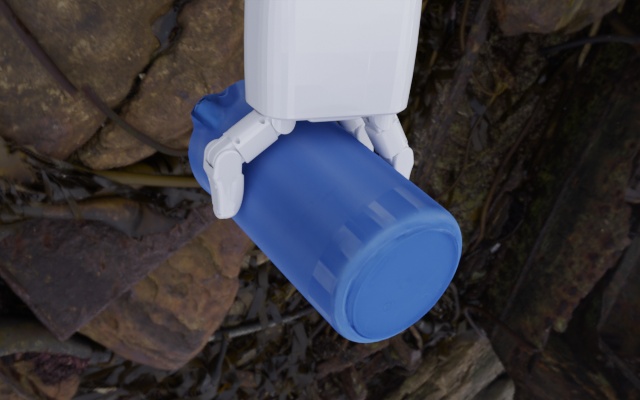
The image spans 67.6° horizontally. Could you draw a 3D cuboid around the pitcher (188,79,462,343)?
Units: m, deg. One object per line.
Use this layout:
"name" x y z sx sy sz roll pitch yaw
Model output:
"pitcher" 0.000 0.001 0.401 0.149 0.145 0.242 -16 37 -28
